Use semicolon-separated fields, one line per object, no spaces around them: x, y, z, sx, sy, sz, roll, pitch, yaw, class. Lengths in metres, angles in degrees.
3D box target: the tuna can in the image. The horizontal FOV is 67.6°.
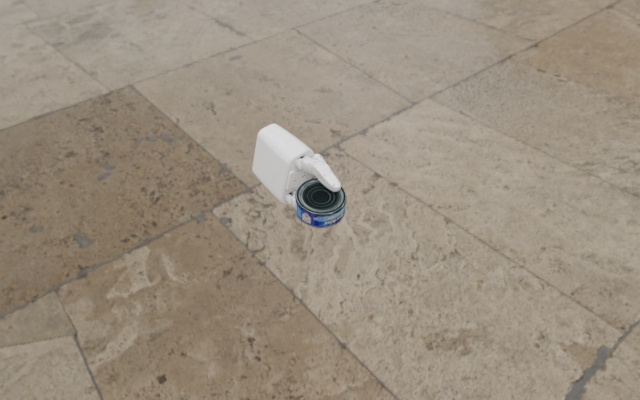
0.000;0.002;0.791;0.086;0.086;0.034;0;-42;-4;tuna can
